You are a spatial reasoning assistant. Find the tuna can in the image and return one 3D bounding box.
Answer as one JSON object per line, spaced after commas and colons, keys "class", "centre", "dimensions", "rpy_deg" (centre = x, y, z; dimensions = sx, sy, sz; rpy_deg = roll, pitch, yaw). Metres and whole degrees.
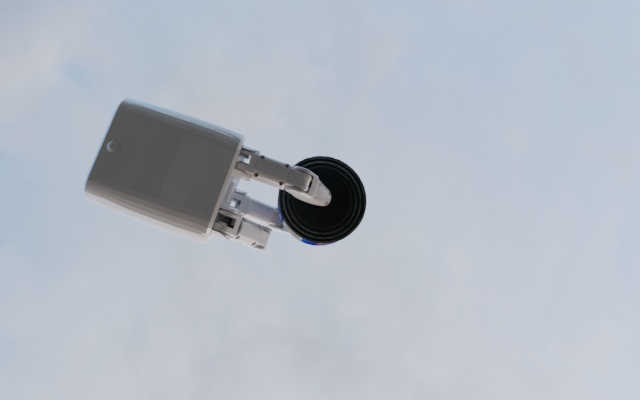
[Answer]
{"class": "tuna can", "centre": [0.000, 0.002, 0.473], "dimensions": [0.086, 0.086, 0.034], "rpy_deg": [0, -11, -8]}
